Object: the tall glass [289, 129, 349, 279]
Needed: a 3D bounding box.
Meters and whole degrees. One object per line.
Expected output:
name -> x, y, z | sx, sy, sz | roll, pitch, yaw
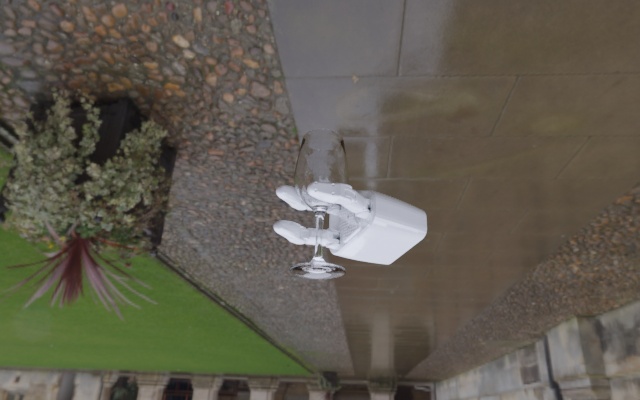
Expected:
tall glass -> 0.000, 0.003, 0.662 | 0.079, 0.201, 0.079 | 2, -23, 1
